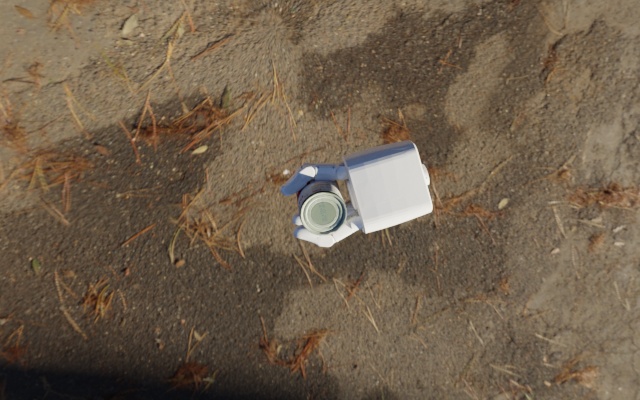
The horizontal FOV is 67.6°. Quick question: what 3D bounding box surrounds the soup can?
[{"bbox_3d":[0.000,0.002,0.701,0.068,0.068,0.102,0,20,-5],"label":"soup can"}]
